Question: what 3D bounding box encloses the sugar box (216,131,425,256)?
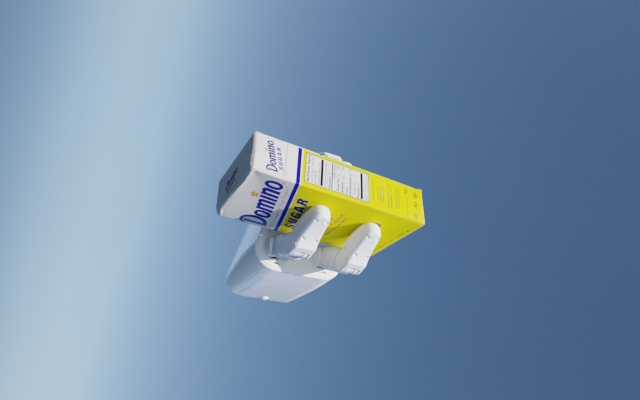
[{"bbox_3d":[0.000,0.002,0.451,0.176,0.048,0.093,14,-33,-25],"label":"sugar box"}]
